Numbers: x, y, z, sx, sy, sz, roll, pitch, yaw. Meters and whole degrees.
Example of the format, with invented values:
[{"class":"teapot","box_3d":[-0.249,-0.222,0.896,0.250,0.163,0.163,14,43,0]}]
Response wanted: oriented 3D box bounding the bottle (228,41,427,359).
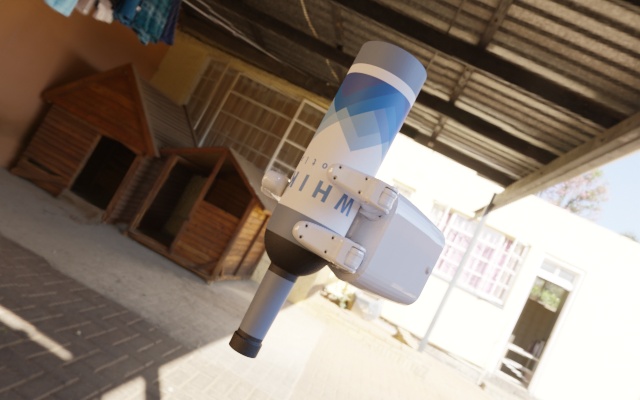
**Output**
[{"class":"bottle","box_3d":[0.000,0.001,0.429,0.069,0.295,0.069,28,-5,3]}]
